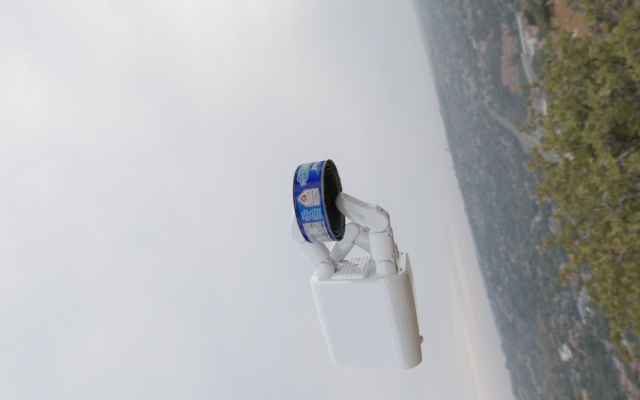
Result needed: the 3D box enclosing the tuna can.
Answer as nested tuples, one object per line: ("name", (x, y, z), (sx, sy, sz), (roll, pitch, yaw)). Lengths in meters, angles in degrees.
("tuna can", (0.000, 0.002, 0.497), (0.034, 0.086, 0.086), (-7, -2, 15))
